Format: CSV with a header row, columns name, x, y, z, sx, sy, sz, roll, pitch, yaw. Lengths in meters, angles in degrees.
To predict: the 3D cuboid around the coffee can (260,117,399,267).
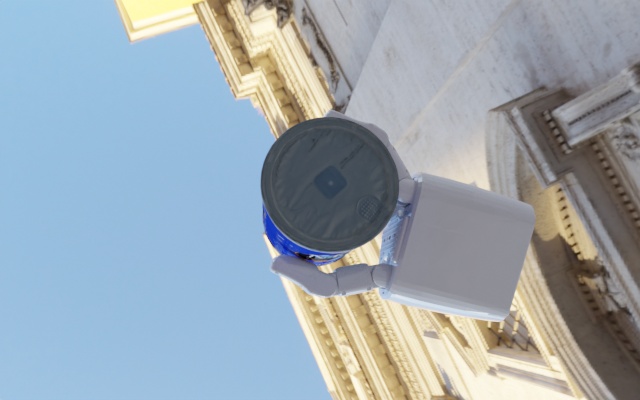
name,x,y,z,sx,sy,sz,roll,pitch,yaw
coffee can,0.000,0.001,0.415,0.103,0.102,0.140,0,-12,-6
